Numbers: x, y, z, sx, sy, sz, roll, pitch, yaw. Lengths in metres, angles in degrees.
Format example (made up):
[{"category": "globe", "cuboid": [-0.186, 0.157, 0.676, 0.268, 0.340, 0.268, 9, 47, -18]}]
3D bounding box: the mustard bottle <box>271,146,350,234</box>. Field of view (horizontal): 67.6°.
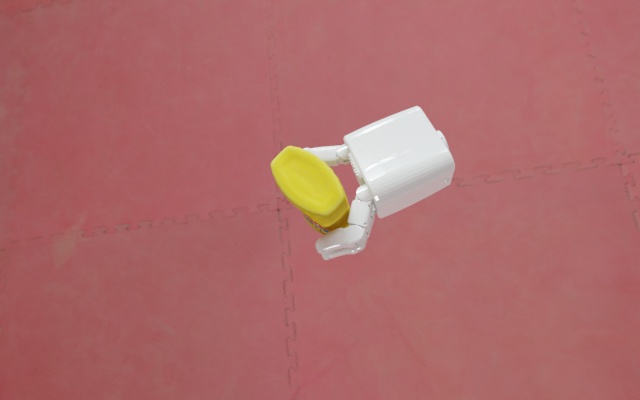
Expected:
[{"category": "mustard bottle", "cuboid": [0.000, 0.002, 0.609, 0.096, 0.058, 0.192, 42, -5, 17]}]
